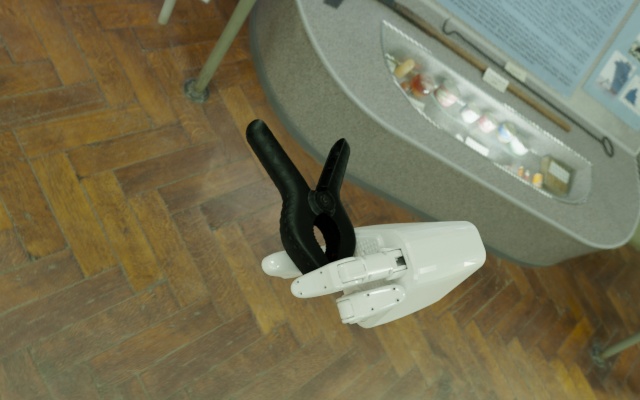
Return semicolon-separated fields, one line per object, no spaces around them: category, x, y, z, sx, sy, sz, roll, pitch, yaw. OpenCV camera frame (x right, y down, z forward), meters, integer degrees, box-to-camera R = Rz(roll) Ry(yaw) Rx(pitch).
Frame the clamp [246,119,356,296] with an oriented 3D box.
clamp;0.000;0.001;0.457;0.120;0.171;0.039;-7;-17;-36
